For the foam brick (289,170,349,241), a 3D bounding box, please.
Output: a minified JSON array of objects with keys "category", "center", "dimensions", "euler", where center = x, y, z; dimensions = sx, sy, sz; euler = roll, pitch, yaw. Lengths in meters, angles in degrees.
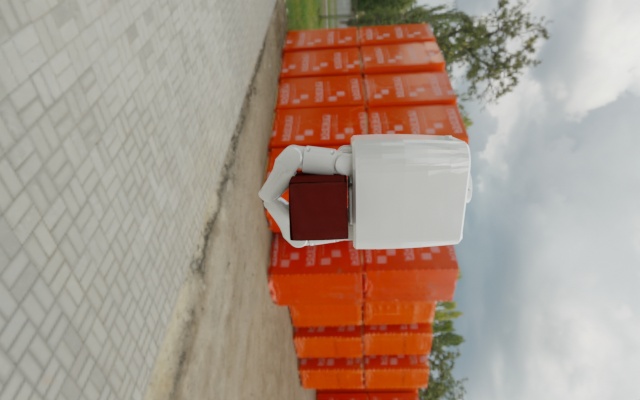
[{"category":"foam brick","center":[0.000,0.002,0.443],"dimensions":[0.051,0.053,0.078],"euler":[-1,13,3]}]
